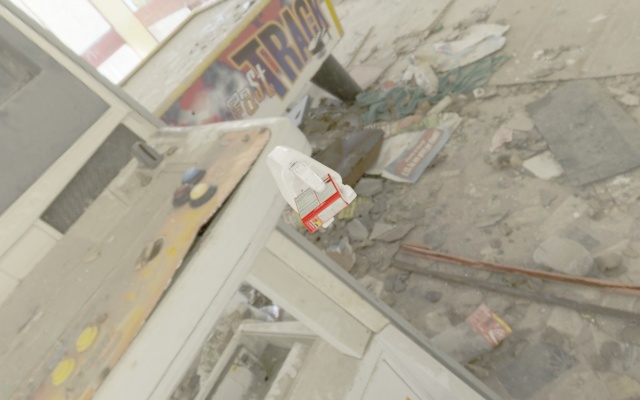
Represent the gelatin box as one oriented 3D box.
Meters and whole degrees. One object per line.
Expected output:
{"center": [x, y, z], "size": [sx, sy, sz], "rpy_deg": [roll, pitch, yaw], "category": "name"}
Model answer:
{"center": [0.000, 0.002, 0.752], "size": [0.073, 0.030, 0.089], "rpy_deg": [-37, 25, 6], "category": "gelatin box"}
